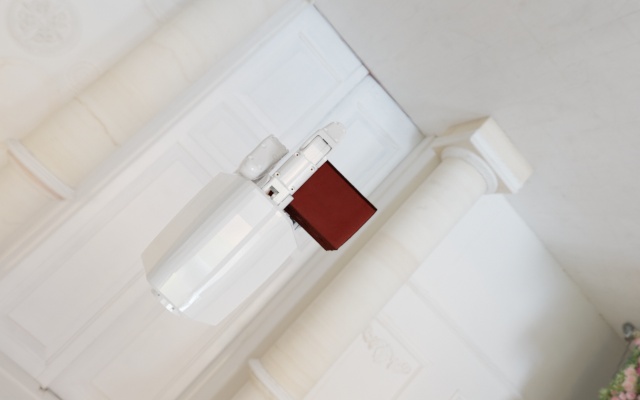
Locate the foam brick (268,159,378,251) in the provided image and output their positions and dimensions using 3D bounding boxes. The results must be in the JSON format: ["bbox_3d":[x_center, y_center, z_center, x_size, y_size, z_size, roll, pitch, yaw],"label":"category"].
[{"bbox_3d":[0.000,0.002,0.425,0.078,0.051,0.053,44,-13,-4],"label":"foam brick"}]
